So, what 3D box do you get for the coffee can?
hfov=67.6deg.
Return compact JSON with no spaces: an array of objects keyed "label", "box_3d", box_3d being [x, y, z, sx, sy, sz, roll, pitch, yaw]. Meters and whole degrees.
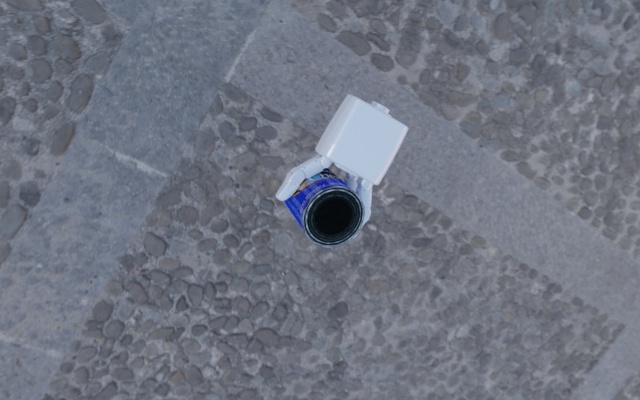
[{"label":"coffee can","box_3d":[0.000,0.003,0.795,0.103,0.103,0.140,0,20,-19]}]
